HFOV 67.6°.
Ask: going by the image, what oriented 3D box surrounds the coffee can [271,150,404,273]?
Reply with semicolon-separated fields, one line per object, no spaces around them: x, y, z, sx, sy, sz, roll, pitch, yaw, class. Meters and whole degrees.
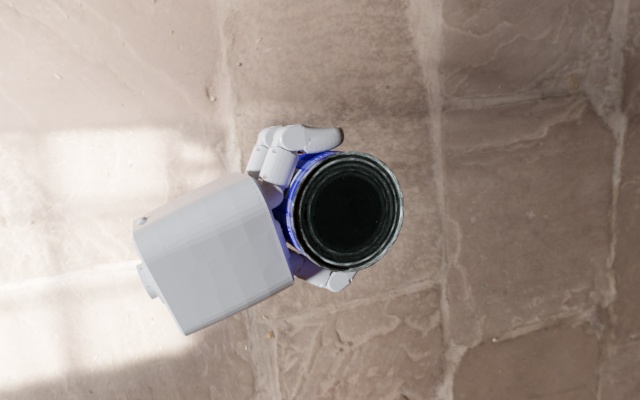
0.000;0.001;0.458;0.103;0.103;0.140;0;7;-21;coffee can
